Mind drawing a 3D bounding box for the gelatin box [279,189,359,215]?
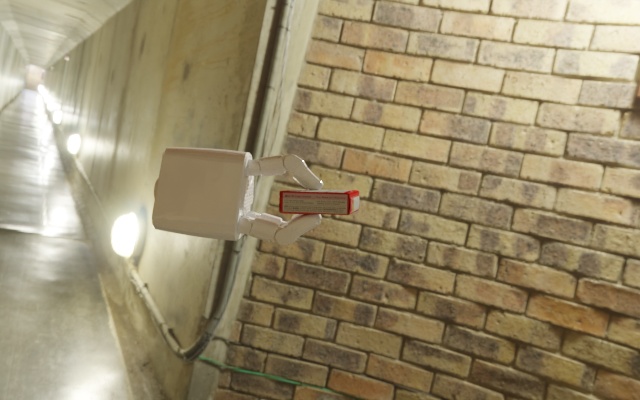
[{"bbox_3d":[0.000,0.002,0.603,0.089,0.030,0.073,1,3,13],"label":"gelatin box"}]
